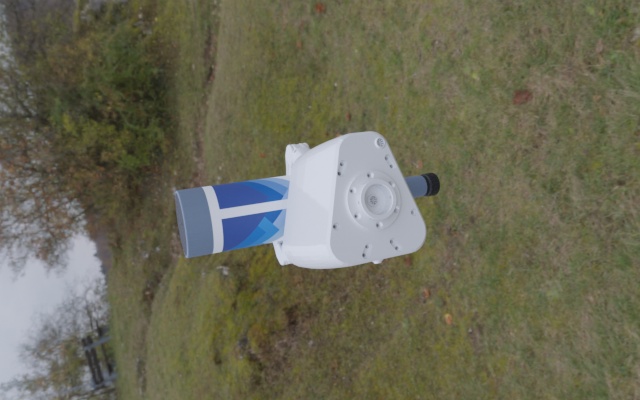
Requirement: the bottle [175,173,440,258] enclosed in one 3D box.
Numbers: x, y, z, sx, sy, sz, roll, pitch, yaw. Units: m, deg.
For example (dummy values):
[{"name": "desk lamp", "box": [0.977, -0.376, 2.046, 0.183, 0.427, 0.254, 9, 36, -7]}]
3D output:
[{"name": "bottle", "box": [0.000, 0.002, 0.516, 0.295, 0.069, 0.069, -9, 3, -22]}]
